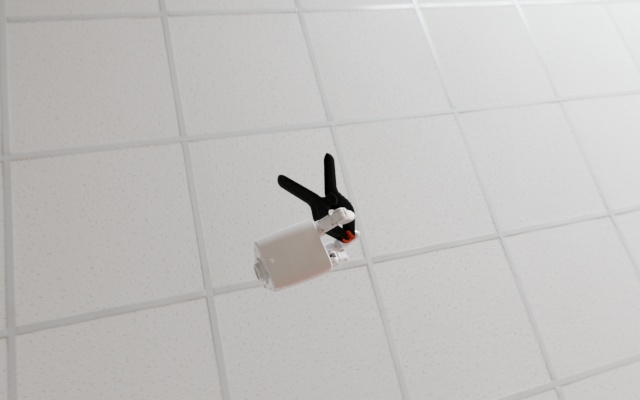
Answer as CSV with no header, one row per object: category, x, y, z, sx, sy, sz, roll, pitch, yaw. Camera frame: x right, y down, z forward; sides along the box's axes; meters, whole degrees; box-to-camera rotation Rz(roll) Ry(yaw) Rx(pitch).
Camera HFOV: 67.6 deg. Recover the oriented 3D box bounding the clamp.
clamp,0.000,0.003,0.856,0.120,0.171,0.039,-20,-15,-19
